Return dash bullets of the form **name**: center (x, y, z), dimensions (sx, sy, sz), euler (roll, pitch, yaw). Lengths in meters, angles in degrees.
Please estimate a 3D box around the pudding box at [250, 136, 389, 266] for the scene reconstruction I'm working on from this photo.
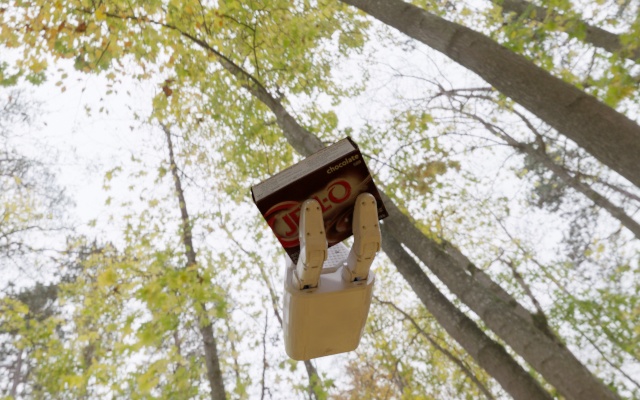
- **pudding box**: center (0.000, 0.002, 0.476), dimensions (0.113, 0.090, 0.039), euler (-29, 36, -1)
